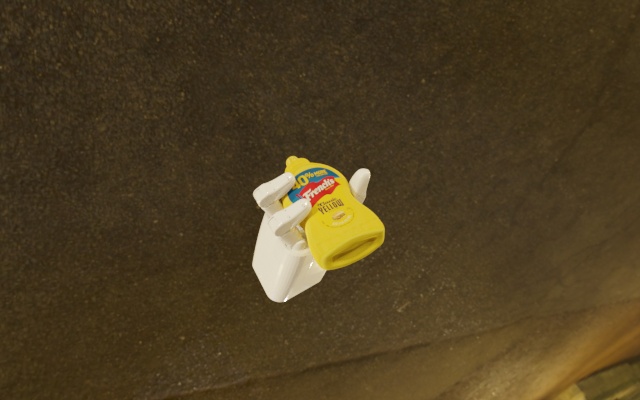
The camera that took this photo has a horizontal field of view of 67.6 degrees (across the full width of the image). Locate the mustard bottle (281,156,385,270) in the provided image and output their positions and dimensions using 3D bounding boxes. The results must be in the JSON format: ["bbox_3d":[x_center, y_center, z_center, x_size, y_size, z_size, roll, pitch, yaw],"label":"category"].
[{"bbox_3d":[0.000,0.002,0.658,0.096,0.058,0.191,-24,51,-14],"label":"mustard bottle"}]
